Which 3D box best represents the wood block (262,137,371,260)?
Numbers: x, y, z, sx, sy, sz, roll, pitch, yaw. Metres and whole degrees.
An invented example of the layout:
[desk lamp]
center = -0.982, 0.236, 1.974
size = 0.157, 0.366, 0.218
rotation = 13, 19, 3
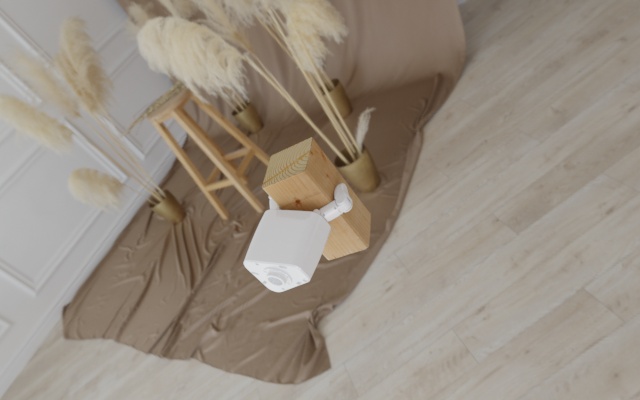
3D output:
[wood block]
center = 0.000, 0.003, 0.850
size = 0.091, 0.090, 0.206
rotation = -21, -52, 27
